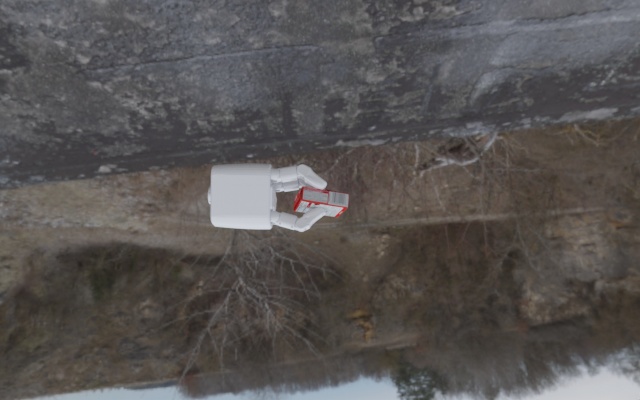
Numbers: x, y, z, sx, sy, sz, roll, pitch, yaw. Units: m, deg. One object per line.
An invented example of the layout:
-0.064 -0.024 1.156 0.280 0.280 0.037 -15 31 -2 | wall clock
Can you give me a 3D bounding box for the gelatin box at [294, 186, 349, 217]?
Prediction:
0.000 0.003 0.872 0.089 0.030 0.073 9 -18 -10 | gelatin box
